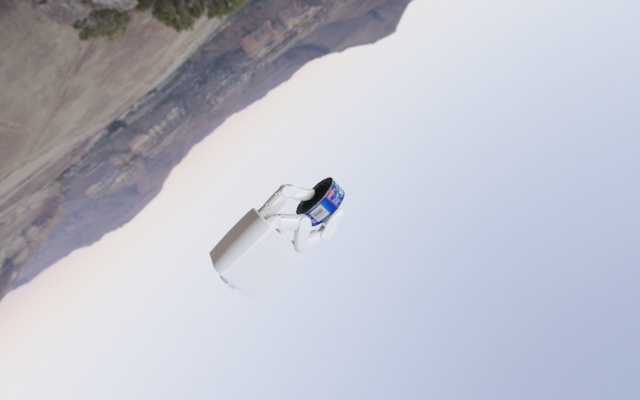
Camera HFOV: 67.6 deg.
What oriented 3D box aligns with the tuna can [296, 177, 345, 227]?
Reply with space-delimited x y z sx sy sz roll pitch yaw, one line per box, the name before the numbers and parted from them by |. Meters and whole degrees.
tuna can | 0.001 0.003 0.806 0.034 0.086 0.086 44 -17 -18
